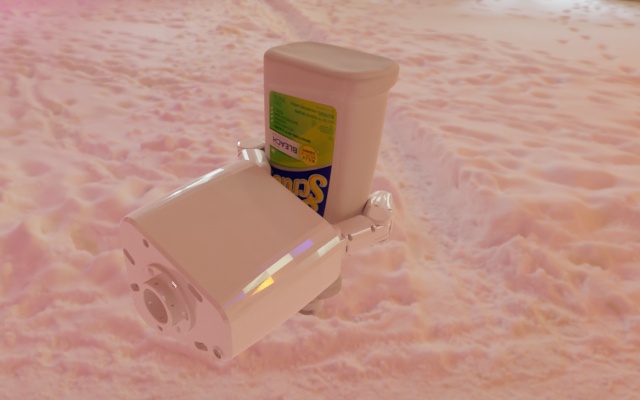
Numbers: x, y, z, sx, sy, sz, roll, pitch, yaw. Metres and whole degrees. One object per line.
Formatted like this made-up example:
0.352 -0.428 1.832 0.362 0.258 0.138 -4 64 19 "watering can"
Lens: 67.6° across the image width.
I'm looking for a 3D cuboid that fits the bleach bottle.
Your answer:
0.000 0.001 0.411 0.102 0.251 0.068 24 37 31 "bleach bottle"
